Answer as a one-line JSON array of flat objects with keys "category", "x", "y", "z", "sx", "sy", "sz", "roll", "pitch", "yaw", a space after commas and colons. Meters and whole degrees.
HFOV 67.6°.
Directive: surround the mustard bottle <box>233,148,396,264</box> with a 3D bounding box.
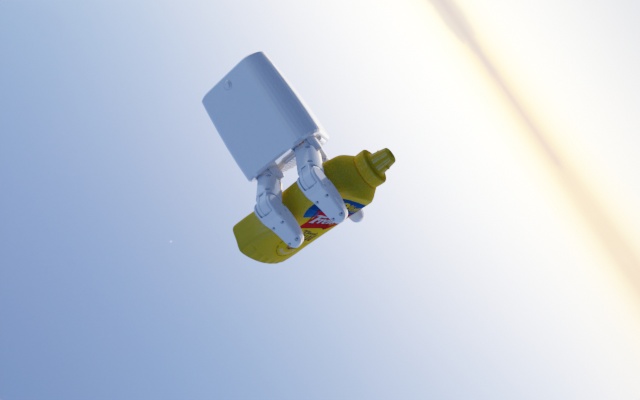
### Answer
[{"category": "mustard bottle", "x": 0.000, "y": 0.002, "z": 0.525, "sx": 0.192, "sy": 0.058, "sz": 0.096, "roll": -35, "pitch": -28, "yaw": 24}]
